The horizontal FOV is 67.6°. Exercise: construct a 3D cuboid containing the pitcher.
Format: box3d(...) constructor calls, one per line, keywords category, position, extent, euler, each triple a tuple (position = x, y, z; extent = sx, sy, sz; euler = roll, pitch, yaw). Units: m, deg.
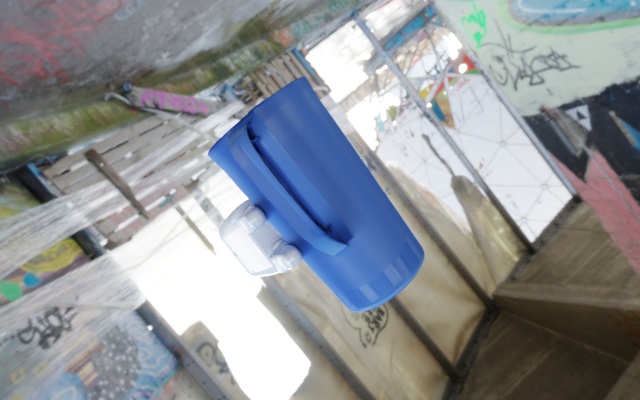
box3d(category="pitcher", position=(0.000, 0.002, 0.513), extent=(0.149, 0.243, 0.145), euler=(-42, 6, -30))
